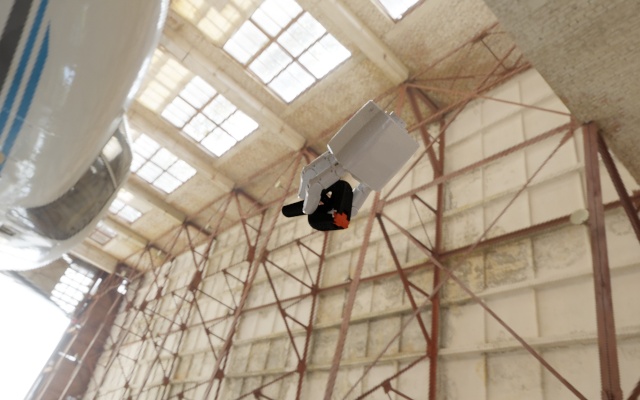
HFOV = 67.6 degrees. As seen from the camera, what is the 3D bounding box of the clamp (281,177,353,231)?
[{"bbox_3d":[0.001,0.003,0.816,0.036,0.164,0.210,37,14,-25],"label":"clamp"}]
